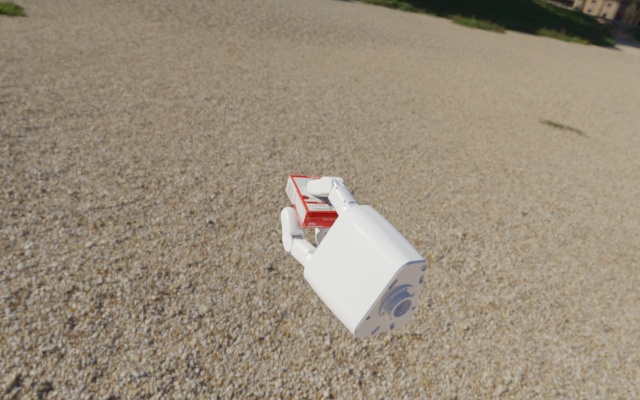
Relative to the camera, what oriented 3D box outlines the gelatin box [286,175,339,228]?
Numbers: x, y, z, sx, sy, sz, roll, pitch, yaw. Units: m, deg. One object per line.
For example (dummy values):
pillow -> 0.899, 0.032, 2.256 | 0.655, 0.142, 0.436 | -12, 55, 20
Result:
gelatin box -> 0.000, 0.002, 0.645 | 0.073, 0.030, 0.089 | 2, 35, -24
